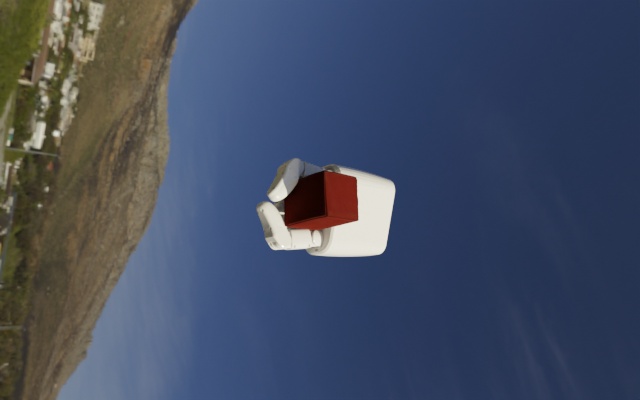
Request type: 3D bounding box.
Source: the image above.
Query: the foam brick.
[{"bbox_3d":[0.000,0.002,0.552,0.051,0.053,0.078,10,-16,-38],"label":"foam brick"}]
